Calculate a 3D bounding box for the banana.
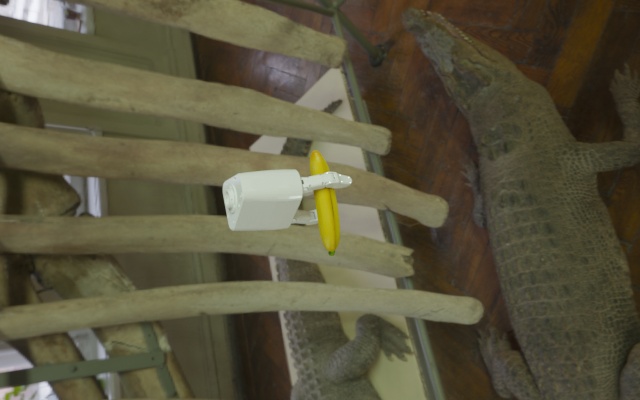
[{"bbox_3d":[0.006,0.006,0.854,0.037,0.198,0.069,-8,2,-18],"label":"banana"}]
